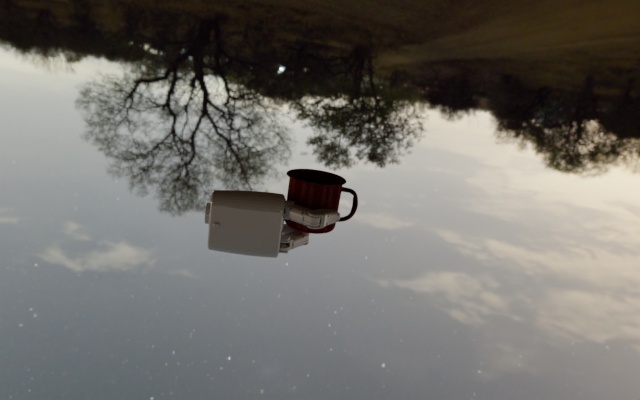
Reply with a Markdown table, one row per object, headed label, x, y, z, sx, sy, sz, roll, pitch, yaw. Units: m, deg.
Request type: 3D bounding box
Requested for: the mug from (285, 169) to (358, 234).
| label | x | y | z | sx | sy | sz | roll | pitch | yaw |
| --- | --- | --- | --- | --- | --- | --- | --- | --- | --- |
| mug | 0.002 | 0.003 | 0.747 | 0.117 | 0.081 | 0.093 | 7 | 16 | -7 |
